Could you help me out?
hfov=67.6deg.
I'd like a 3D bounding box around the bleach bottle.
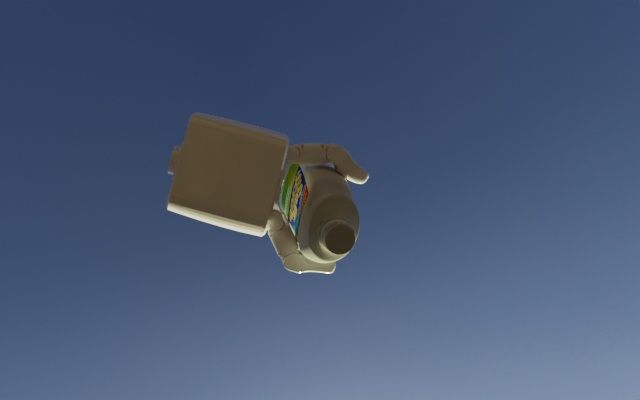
[{"bbox_3d":[0.000,0.002,0.545,0.068,0.102,0.250,15,9,-12],"label":"bleach bottle"}]
